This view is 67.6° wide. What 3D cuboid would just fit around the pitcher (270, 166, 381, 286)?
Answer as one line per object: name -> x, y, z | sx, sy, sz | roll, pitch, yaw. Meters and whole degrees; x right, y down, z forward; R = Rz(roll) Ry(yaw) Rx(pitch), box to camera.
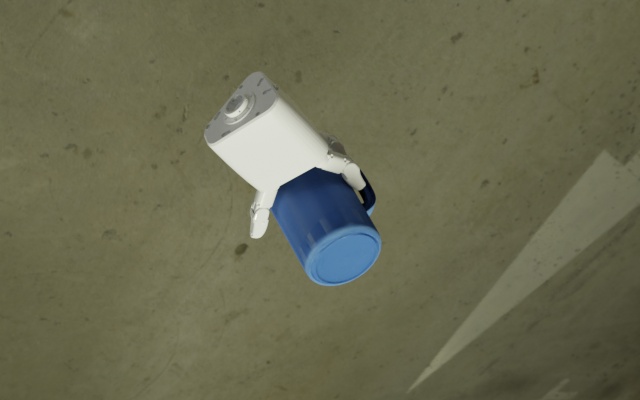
pitcher -> 0.000, 0.002, 0.700 | 0.149, 0.242, 0.145 | -37, -46, 7
